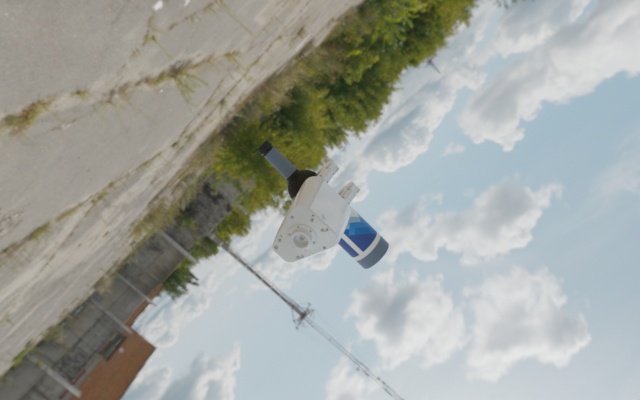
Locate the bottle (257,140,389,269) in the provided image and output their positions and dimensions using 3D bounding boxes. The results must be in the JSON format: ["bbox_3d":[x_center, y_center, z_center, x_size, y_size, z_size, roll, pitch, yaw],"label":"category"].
[{"bbox_3d":[0.000,0.003,0.869,0.296,0.069,0.069,44,-10,-10],"label":"bottle"}]
